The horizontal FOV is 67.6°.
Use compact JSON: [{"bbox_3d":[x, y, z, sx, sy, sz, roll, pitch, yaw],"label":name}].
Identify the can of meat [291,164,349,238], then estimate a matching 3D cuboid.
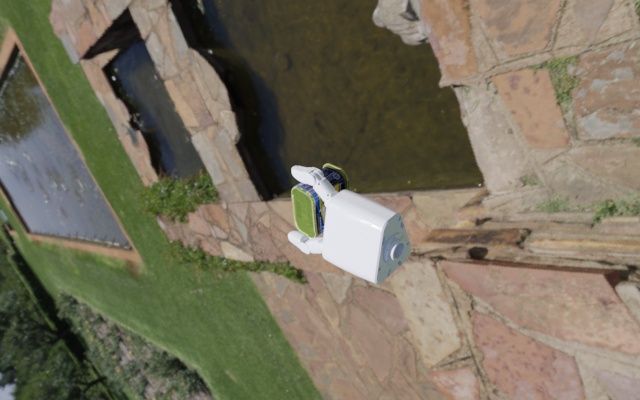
[{"bbox_3d":[0.000,0.003,0.801,0.057,0.102,0.084,27,47,35],"label":"can of meat"}]
